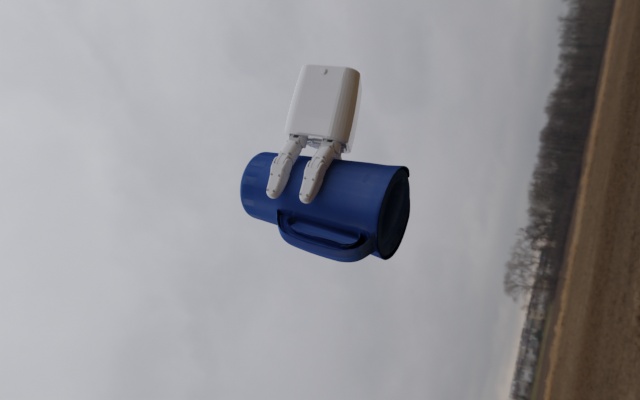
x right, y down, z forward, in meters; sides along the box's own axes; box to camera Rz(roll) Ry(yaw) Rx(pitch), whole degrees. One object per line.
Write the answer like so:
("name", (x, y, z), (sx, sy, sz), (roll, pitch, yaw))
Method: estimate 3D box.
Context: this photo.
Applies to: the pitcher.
("pitcher", (0.000, 0.002, 0.702), (0.243, 0.145, 0.149), (12, -2, 26))
